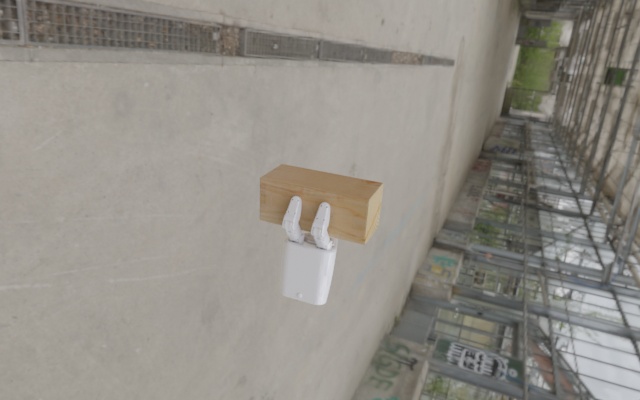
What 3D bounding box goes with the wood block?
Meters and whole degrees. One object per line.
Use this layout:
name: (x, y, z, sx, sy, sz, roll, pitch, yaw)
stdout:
wood block: (0.000, 0.003, 0.877, 0.206, 0.090, 0.090, 12, 25, 20)
